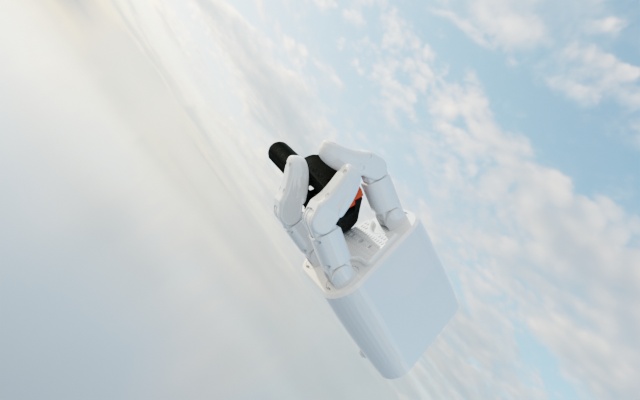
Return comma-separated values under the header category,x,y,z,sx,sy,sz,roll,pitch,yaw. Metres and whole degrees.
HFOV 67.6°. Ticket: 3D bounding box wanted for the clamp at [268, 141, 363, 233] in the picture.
category,x,y,z,sx,sy,sz,roll,pitch,yaw
clamp,0.001,0.001,0.476,0.039,0.120,0.171,-34,21,-10
